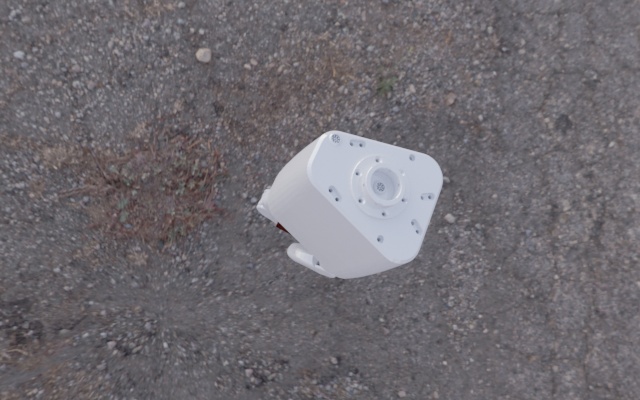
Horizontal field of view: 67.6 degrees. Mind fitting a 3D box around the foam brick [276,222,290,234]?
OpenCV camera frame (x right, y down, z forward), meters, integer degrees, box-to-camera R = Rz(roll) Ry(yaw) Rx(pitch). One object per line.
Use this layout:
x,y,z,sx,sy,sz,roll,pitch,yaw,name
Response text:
0.000,0.001,0.478,0.053,0.078,0.051,29,-21,-14,foam brick
